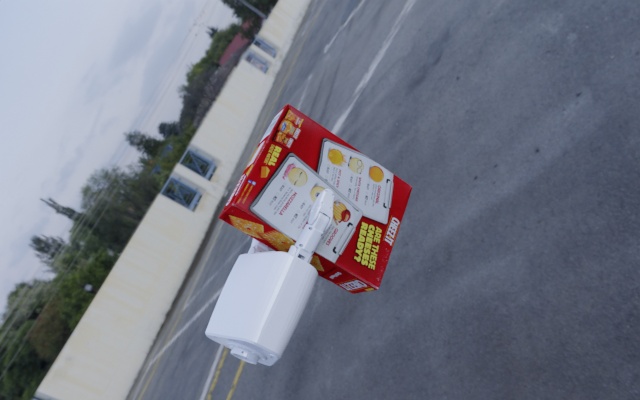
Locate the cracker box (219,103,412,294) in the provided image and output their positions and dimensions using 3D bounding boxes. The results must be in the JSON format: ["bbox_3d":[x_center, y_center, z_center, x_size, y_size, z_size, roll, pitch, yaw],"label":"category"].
[{"bbox_3d":[0.000,0.002,0.632,0.214,0.164,0.072,32,-28,-16],"label":"cracker box"}]
